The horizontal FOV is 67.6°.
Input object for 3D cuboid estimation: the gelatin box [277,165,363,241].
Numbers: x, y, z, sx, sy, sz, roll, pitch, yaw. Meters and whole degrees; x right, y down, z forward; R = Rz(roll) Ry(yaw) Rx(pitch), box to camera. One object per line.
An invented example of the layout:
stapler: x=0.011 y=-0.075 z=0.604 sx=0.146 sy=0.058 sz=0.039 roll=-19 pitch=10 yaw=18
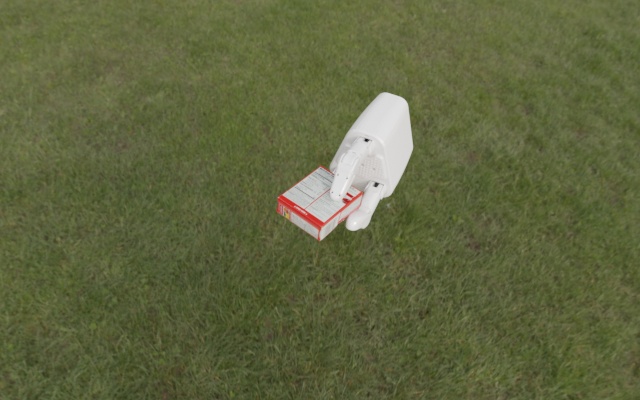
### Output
gelatin box: x=0.000 y=0.002 z=0.613 sx=0.073 sy=0.030 sz=0.089 roll=33 pitch=50 yaw=23
